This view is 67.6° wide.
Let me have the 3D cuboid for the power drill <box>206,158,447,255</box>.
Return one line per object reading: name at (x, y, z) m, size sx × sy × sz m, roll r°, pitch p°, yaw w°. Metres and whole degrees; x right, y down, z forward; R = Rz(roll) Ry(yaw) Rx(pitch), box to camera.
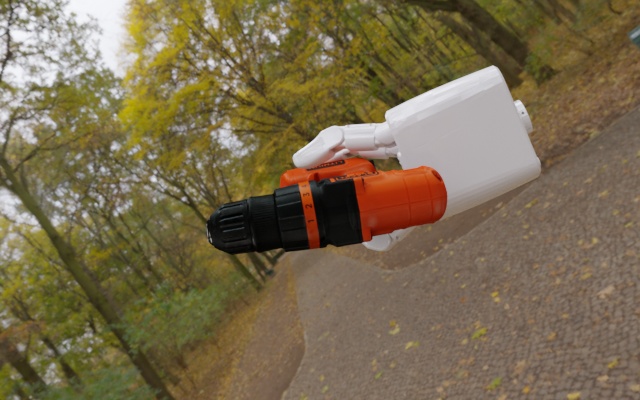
power drill at (0.000, 0.001, 0.433) m, size 0.184 × 0.057 × 0.187 m, roll -8°, pitch 9°, yaw -3°
